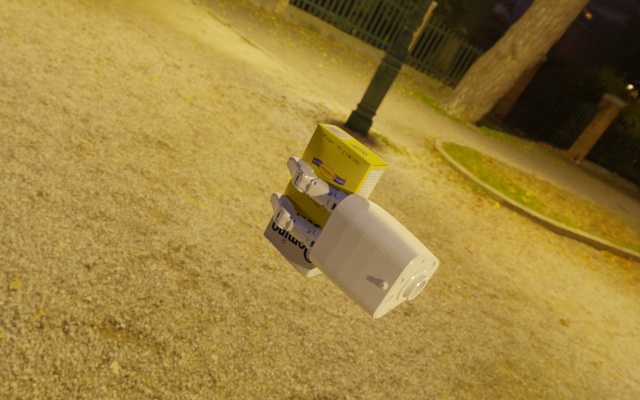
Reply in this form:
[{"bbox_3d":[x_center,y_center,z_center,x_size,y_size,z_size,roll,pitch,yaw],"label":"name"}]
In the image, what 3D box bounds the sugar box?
[{"bbox_3d":[0.000,0.002,0.600,0.093,0.176,0.048,42,26,27],"label":"sugar box"}]
